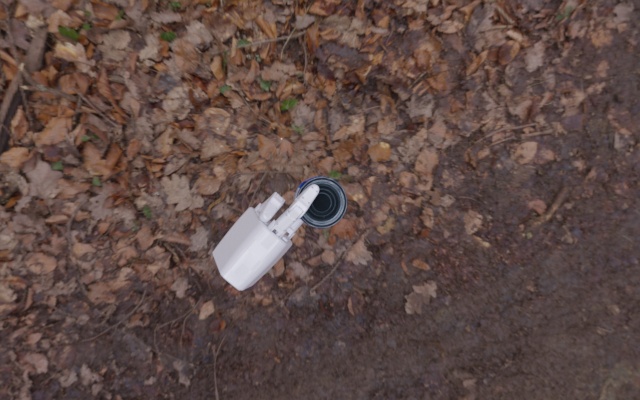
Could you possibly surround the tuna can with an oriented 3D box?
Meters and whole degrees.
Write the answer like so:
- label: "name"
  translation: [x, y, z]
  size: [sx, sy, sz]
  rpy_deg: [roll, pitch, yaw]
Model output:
- label: "tuna can"
  translation: [0.000, 0.003, 0.782]
  size: [0.086, 0.086, 0.034]
  rpy_deg: [0, 3, -8]
